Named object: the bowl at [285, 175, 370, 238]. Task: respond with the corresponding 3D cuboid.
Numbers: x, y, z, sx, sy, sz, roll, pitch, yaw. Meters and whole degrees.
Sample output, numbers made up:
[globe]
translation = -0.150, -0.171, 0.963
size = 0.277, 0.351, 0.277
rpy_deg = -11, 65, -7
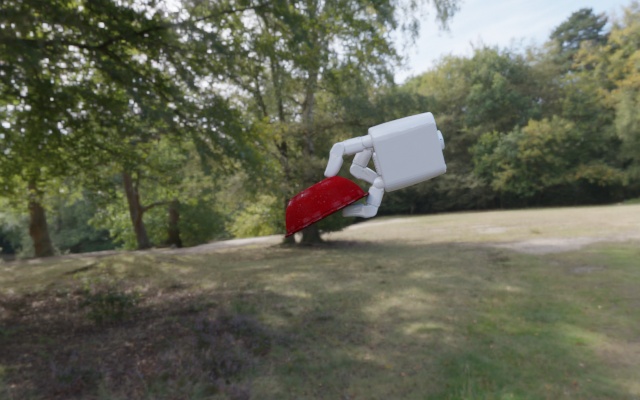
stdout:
[bowl]
translation = -0.001, 0.003, 0.808
size = 0.162, 0.055, 0.162
rpy_deg = -28, -3, -1
